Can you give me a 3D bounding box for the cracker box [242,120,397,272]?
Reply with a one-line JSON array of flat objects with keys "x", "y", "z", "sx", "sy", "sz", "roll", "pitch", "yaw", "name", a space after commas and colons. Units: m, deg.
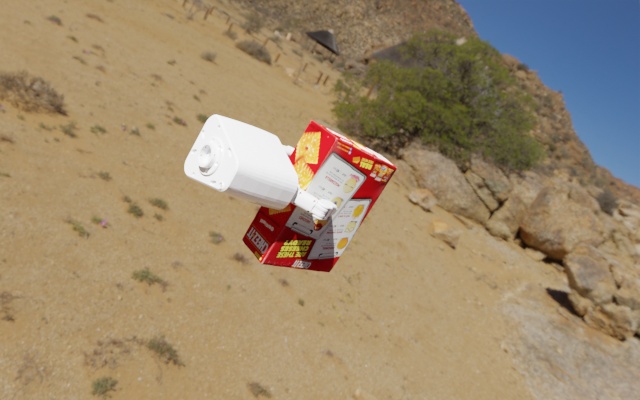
[{"x": 0.000, "y": 0.002, "z": 0.744, "sx": 0.164, "sy": 0.214, "sz": 0.072, "roll": 17, "pitch": 20, "yaw": -48, "name": "cracker box"}]
